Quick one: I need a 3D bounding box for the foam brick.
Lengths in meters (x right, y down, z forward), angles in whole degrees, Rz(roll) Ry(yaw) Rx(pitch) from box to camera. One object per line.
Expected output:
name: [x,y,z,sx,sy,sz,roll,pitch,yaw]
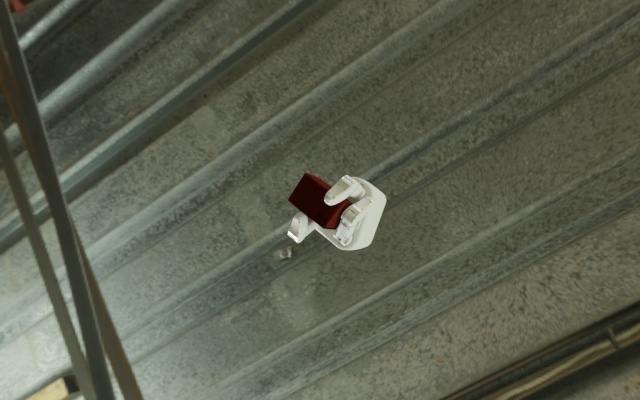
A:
foam brick: [0.000,0.002,0.738,0.078,0.053,0.051,39,10,20]
